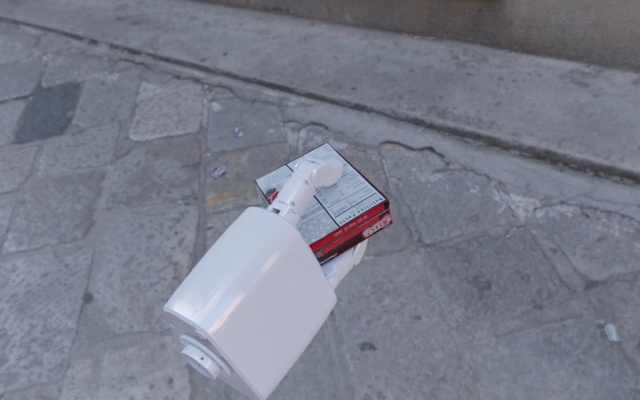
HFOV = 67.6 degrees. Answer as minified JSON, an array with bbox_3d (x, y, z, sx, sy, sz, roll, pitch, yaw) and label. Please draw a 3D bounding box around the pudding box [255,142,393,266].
[{"bbox_3d":[0.000,0.001,0.453,0.090,0.039,0.113,-29,48,-13],"label":"pudding box"}]
